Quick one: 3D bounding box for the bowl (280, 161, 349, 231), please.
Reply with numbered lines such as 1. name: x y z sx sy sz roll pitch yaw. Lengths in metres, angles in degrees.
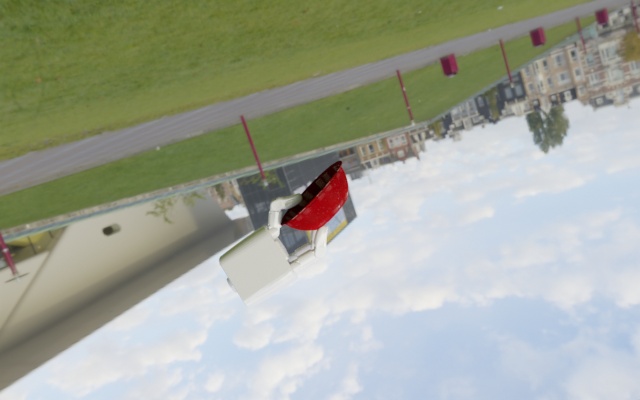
1. bowl: 0.001 0.002 0.874 0.055 0.162 0.162 43 -9 -10
